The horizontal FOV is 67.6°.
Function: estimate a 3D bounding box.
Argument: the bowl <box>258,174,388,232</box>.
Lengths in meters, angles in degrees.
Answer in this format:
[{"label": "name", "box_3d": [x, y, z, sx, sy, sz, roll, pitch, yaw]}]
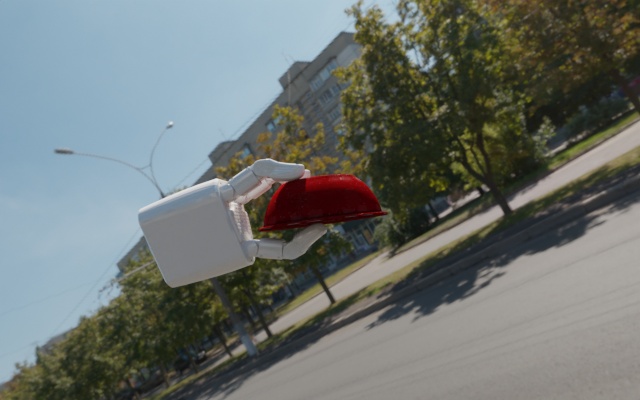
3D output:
[{"label": "bowl", "box_3d": [0.001, 0.001, 0.592, 0.162, 0.055, 0.162, -7, -4, -1]}]
